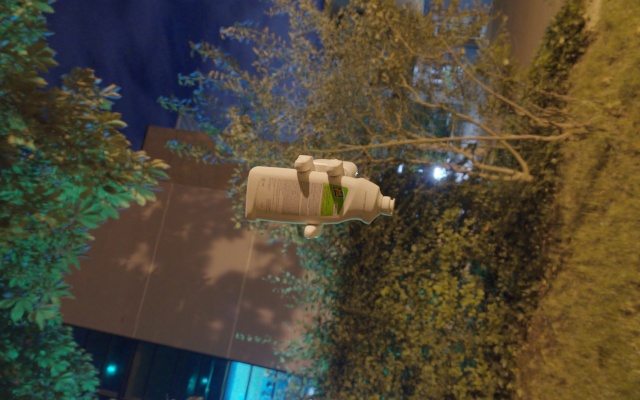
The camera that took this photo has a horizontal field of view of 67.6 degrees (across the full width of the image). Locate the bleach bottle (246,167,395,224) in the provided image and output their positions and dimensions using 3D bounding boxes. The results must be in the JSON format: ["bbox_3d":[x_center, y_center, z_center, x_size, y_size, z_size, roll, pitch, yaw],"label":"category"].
[{"bbox_3d":[0.000,0.003,0.827,0.251,0.102,0.068,8,12,11],"label":"bleach bottle"}]
